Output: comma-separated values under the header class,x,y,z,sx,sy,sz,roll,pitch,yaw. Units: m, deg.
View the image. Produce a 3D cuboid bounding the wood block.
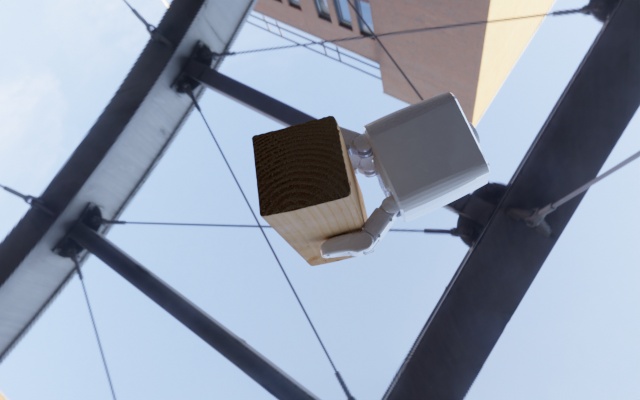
class,x,y,z,sx,sy,sz,roll,pitch,yaw
wood block,0.001,0.002,0.549,0.090,0.090,0.206,-13,-23,8
